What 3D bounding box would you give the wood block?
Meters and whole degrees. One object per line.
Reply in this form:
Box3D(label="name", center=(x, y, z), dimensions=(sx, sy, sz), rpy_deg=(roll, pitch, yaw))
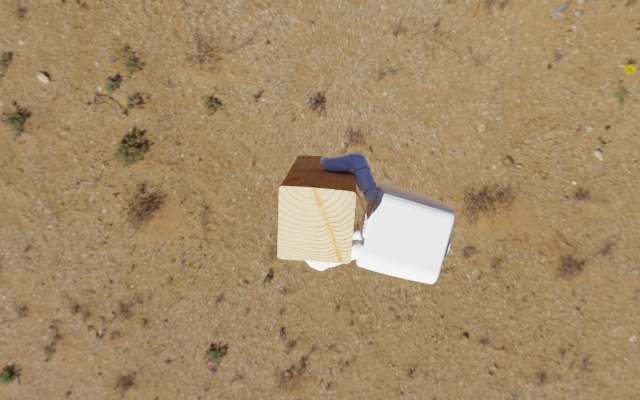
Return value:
Box3D(label="wood block", center=(0.001, 0.002, 0.648), dimensions=(0.090, 0.091, 0.206), rpy_deg=(4, 15, 2))
